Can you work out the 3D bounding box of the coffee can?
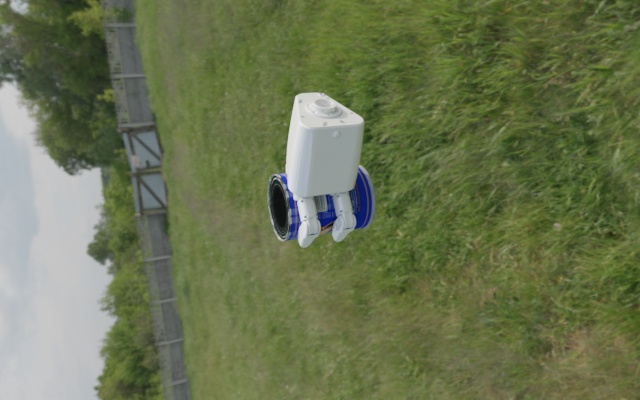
[{"bbox_3d":[0.000,0.003,0.739,0.140,0.103,0.103,-8,3,-22],"label":"coffee can"}]
